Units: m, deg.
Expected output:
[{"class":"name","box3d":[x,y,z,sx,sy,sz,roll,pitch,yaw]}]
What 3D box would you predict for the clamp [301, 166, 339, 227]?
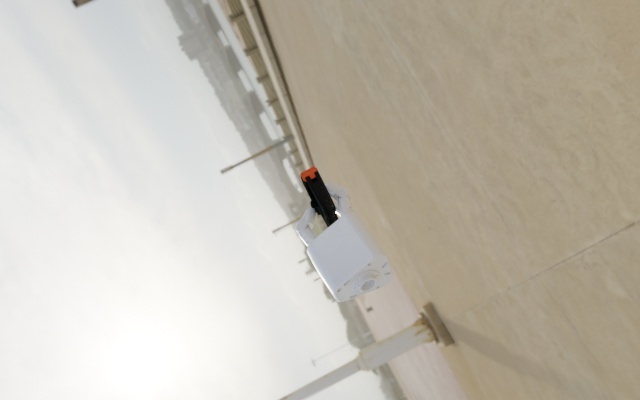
[{"class":"clamp","box3d":[-0.001,0.003,0.894,0.036,0.210,0.164,-31,47,-6]}]
